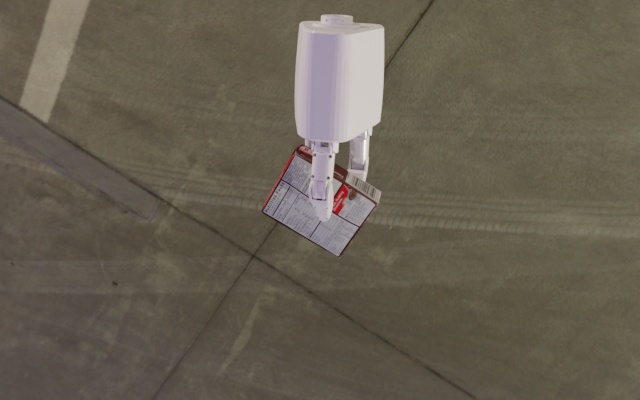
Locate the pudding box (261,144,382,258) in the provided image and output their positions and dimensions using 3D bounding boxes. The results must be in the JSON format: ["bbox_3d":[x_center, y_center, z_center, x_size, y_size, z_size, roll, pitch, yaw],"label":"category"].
[{"bbox_3d":[0.000,0.002,0.558,0.113,0.090,0.039,32,27,-2],"label":"pudding box"}]
